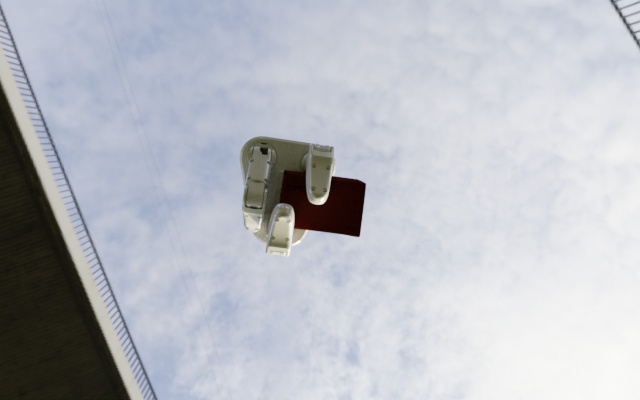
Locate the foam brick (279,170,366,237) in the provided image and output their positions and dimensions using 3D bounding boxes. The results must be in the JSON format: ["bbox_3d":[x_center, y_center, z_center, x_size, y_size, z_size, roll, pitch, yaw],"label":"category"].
[{"bbox_3d":[0.000,0.002,0.461,0.078,0.053,0.051,8,6,-5],"label":"foam brick"}]
